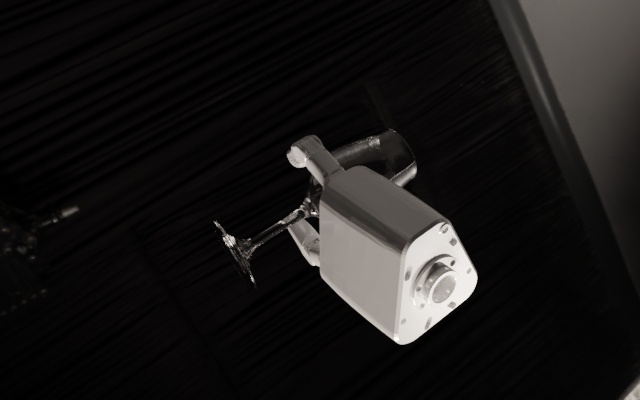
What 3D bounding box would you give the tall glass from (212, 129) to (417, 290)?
[{"bbox_3d":[-0.001,0.002,0.471,0.201,0.079,0.079,-32,11,-18],"label":"tall glass"}]
